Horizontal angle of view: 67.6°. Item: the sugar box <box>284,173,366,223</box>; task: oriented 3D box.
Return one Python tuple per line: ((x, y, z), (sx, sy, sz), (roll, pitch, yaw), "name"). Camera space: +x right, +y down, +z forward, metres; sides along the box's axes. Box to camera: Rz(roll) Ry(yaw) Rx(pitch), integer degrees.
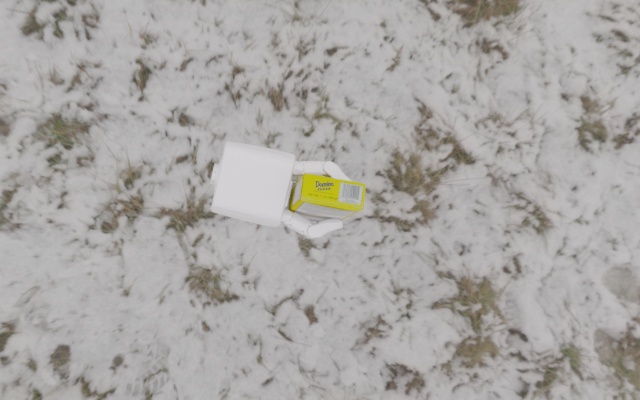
((0.000, 0.002, 0.746), (0.093, 0.048, 0.176), (10, -10, -11), "sugar box")
